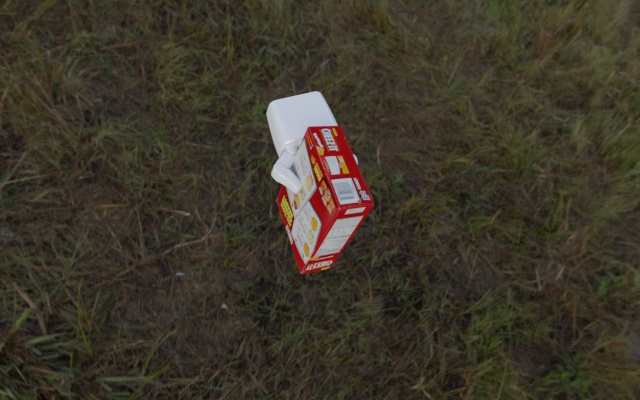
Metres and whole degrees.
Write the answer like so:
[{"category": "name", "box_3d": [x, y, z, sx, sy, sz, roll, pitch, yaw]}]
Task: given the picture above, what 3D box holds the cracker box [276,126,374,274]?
[{"category": "cracker box", "box_3d": [0.000, 0.003, 0.822, 0.072, 0.164, 0.214, -6, -32, -25]}]
